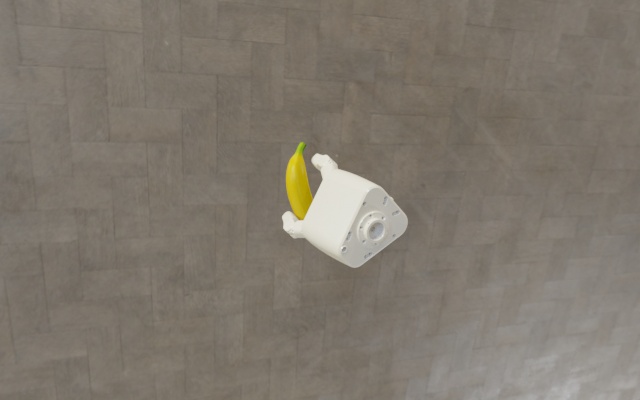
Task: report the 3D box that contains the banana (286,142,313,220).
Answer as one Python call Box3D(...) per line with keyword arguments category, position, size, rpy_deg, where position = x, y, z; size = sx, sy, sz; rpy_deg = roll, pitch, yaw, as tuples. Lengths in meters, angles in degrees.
Box3D(category="banana", position=(-0.015, 0.008, 0.782), size=(0.069, 0.198, 0.037), rpy_deg=(-32, 26, -29))
